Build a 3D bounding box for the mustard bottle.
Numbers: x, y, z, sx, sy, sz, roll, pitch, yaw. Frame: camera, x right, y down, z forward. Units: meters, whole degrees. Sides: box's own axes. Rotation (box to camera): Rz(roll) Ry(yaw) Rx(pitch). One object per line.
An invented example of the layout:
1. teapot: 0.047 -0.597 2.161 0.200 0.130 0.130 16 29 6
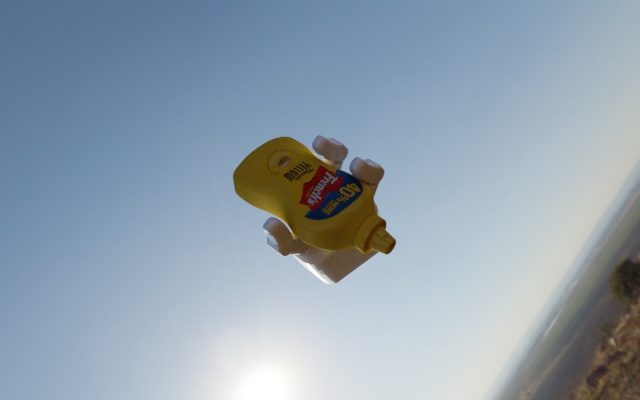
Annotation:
1. mustard bottle: 0.000 0.001 0.524 0.191 0.058 0.096 33 53 27
